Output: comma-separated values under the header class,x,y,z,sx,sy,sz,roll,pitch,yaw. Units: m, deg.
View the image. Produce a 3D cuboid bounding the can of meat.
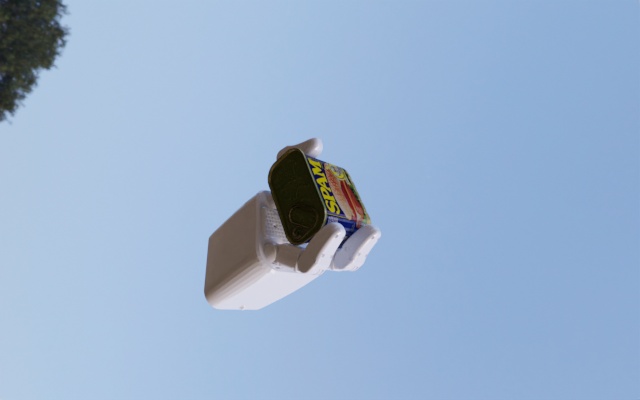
class,x,y,z,sx,sy,sz,roll,pitch,yaw
can of meat,0.000,0.002,0.520,0.057,0.102,0.084,-39,-33,29
